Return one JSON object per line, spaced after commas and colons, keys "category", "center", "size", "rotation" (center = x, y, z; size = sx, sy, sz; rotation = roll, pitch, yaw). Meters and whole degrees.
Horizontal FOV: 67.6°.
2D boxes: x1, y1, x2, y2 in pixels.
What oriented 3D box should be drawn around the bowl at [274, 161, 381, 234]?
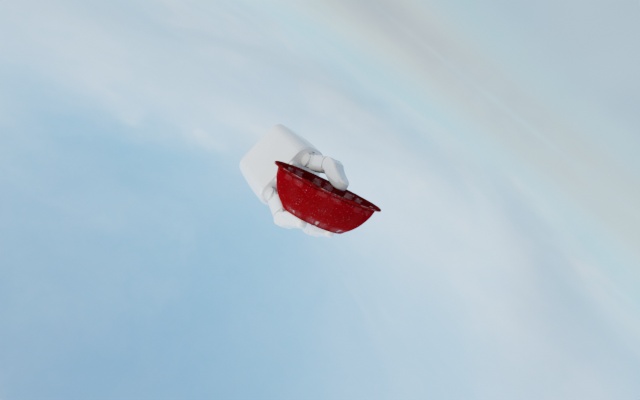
{"category": "bowl", "center": [0.000, 0.003, 0.660], "size": [0.162, 0.055, 0.162], "rotation": [24, 6, -3]}
